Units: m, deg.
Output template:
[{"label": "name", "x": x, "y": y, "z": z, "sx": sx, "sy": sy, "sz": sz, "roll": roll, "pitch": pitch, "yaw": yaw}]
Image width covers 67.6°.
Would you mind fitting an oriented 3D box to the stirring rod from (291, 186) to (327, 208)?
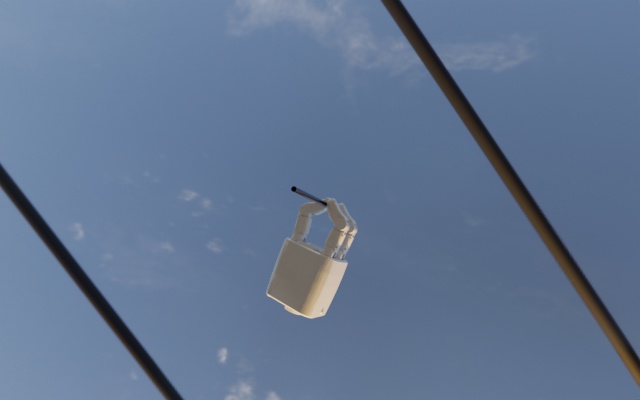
[{"label": "stirring rod", "x": 0.000, "y": 0.003, "z": 0.780, "sx": 0.011, "sy": 0.011, "sz": 0.239, "roll": 0, "pitch": -9, "yaw": 18}]
